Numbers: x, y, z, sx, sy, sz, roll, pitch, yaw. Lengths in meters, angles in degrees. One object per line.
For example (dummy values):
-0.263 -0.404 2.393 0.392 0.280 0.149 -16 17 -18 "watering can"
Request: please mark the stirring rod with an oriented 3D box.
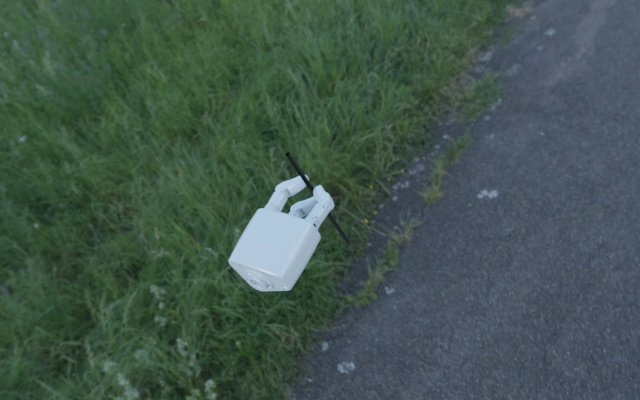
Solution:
0.000 0.003 0.850 0.011 0.011 0.240 0 -41 36 "stirring rod"
